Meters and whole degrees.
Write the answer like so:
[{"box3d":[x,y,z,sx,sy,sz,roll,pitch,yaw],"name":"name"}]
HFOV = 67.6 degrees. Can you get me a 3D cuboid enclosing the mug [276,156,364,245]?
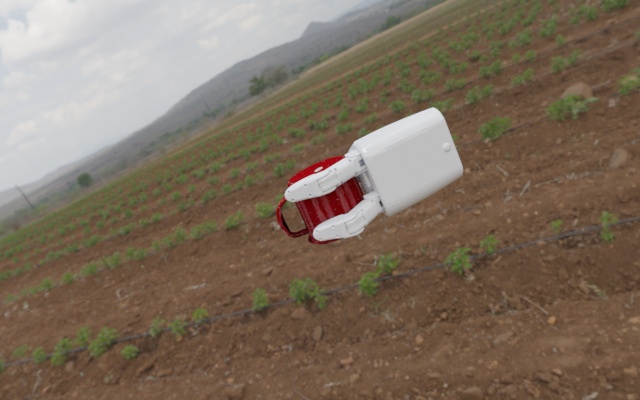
[{"box3d":[-0.001,0.002,0.594,0.117,0.081,0.093,-26,15,-5],"name":"mug"}]
